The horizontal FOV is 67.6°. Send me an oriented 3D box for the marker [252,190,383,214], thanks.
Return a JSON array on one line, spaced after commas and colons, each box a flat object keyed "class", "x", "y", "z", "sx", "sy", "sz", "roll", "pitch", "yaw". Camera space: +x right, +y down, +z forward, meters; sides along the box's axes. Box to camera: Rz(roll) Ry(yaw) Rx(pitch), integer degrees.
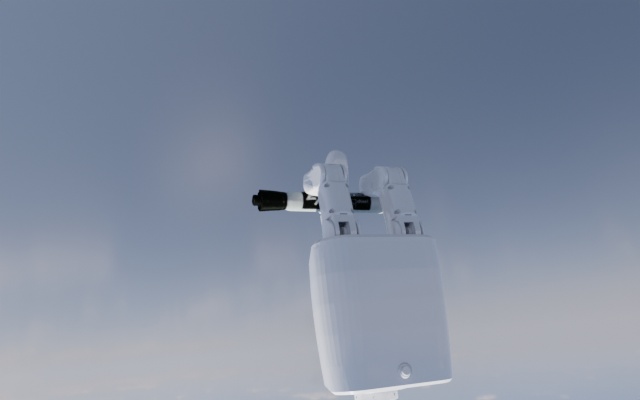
[{"class": "marker", "x": 0.000, "y": 0.001, "z": 0.422, "sx": 0.121, "sy": 0.020, "sz": 0.020, "roll": 2, "pitch": -1, "yaw": -20}]
